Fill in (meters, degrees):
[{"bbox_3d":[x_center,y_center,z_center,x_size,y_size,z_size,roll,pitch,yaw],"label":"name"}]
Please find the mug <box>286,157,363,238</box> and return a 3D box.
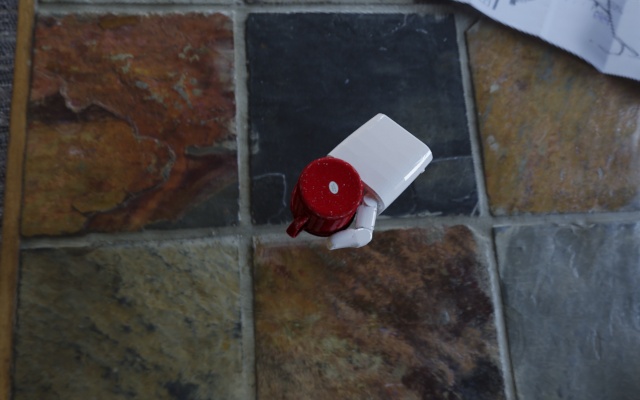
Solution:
[{"bbox_3d":[-0.001,0.003,0.610,0.117,0.093,0.081,-42,-7,-15],"label":"mug"}]
